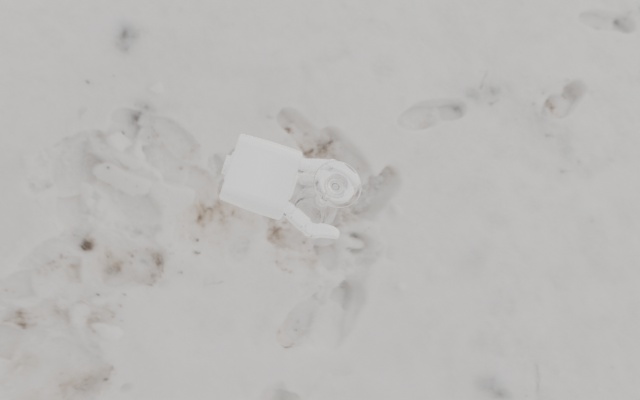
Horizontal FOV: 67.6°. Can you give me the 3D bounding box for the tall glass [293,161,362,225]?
[{"bbox_3d":[0.000,0.003,0.800,0.079,0.079,0.201,0,-16,-15],"label":"tall glass"}]
